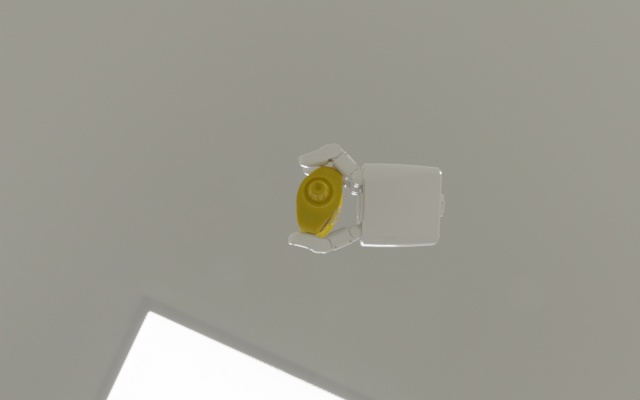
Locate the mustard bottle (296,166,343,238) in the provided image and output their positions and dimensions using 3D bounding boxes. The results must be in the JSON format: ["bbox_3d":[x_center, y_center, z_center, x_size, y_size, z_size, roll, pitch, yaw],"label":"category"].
[{"bbox_3d":[0.000,0.002,0.683,0.058,0.096,0.192,25,-9,5],"label":"mustard bottle"}]
